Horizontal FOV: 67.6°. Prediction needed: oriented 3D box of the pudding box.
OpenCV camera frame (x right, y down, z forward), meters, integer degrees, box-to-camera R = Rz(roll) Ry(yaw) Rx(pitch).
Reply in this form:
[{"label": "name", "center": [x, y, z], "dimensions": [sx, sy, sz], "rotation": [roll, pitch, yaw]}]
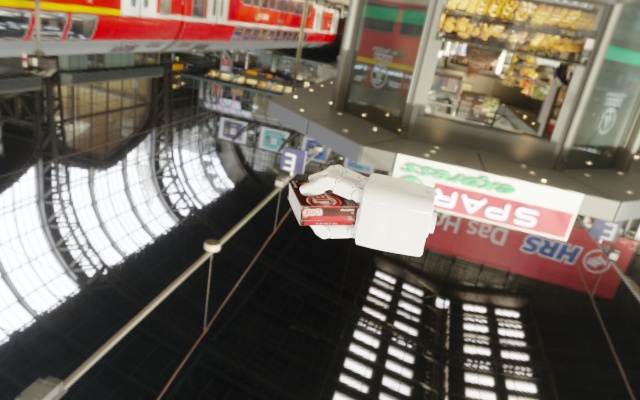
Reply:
[{"label": "pudding box", "center": [0.000, 0.003, 0.769], "dimensions": [0.090, 0.039, 0.113], "rotation": [1, 20, -16]}]
